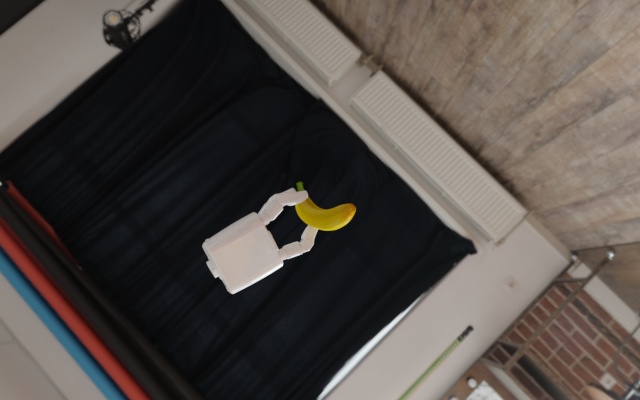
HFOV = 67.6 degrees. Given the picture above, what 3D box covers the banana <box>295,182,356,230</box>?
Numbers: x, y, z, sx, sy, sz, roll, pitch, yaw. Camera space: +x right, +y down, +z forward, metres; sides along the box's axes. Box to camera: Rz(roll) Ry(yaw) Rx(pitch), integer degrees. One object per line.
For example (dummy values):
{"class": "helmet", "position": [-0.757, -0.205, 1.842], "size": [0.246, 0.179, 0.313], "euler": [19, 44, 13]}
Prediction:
{"class": "banana", "position": [0.000, 0.020, 0.857], "size": [0.037, 0.070, 0.197], "euler": [-15, 21, -28]}
